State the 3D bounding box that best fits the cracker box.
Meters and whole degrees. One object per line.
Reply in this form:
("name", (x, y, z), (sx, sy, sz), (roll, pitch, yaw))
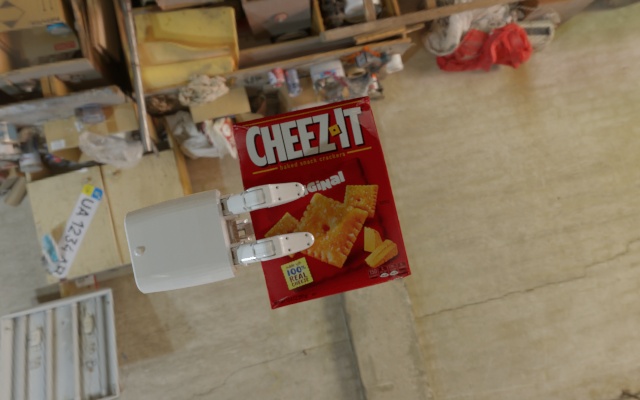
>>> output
("cracker box", (0.000, 0.002, 0.558), (0.164, 0.213, 0.072), (-13, -3, -3))
